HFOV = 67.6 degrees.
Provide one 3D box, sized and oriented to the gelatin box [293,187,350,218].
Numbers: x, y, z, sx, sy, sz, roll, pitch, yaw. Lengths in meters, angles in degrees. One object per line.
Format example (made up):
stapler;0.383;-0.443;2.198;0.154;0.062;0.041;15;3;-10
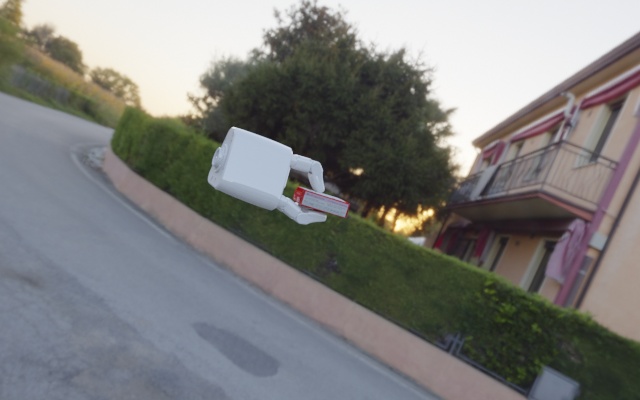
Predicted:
gelatin box;0.001;0.002;0.851;0.089;0.030;0.073;16;3;-13
